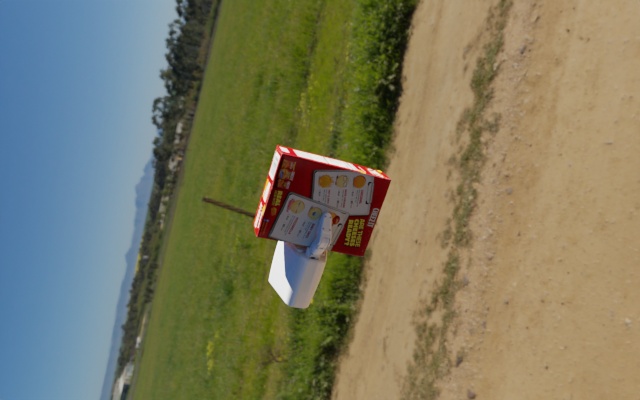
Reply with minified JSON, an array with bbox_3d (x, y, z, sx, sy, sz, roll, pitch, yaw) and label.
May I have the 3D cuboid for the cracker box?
[{"bbox_3d":[0.000,0.003,0.886,0.214,0.164,0.072,12,18,-19],"label":"cracker box"}]
